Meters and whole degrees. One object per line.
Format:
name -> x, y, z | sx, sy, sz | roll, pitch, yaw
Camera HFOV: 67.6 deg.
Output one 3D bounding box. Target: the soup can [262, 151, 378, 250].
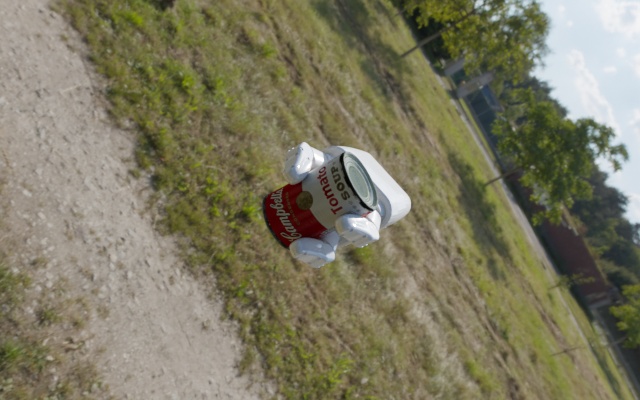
soup can -> 0.000, 0.001, 0.494 | 0.102, 0.068, 0.068 | -28, -12, 24
